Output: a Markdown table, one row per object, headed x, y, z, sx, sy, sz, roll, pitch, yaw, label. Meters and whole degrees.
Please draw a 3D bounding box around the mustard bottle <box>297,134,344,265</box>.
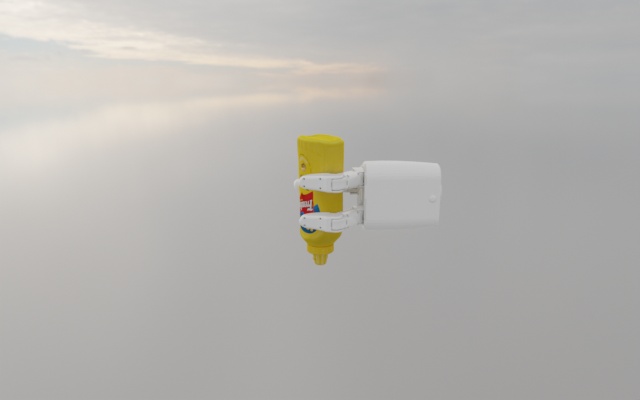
| x | y | z | sx | sy | sz | roll | pitch | yaw | label |
| --- | --- | --- | --- | --- | --- | --- | --- | --- | --- |
| 0.000 | 0.002 | 0.699 | 0.058 | 0.192 | 0.096 | -7 | 16 | -24 | mustard bottle |
